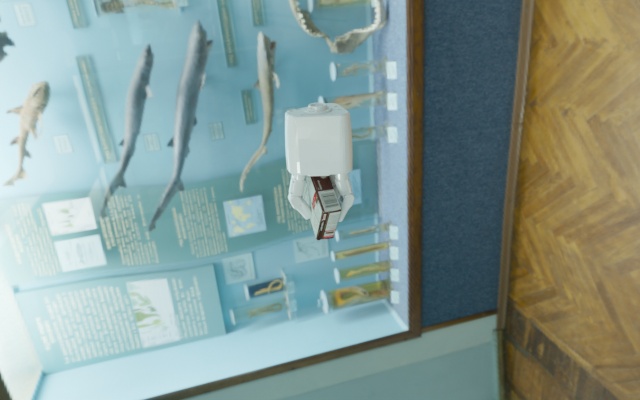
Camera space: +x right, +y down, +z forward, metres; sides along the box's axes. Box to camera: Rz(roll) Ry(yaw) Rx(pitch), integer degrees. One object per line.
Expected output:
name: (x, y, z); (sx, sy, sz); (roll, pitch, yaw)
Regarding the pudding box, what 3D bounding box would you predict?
pudding box: (0.000, 0.003, 0.887); (0.039, 0.113, 0.090); (-7, -37, -15)
